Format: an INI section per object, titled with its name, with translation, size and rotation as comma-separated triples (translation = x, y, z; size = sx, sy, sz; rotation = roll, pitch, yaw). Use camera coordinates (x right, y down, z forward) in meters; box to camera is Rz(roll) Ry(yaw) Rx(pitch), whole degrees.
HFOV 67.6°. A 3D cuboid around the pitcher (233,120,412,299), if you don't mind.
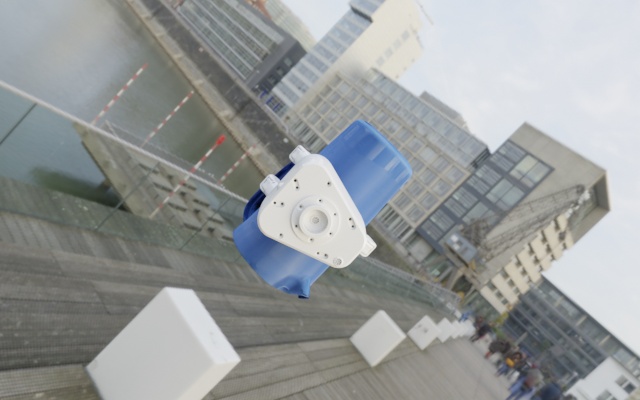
[pitcher]
translation = 0.000, 0.002, 0.665
size = 0.149, 0.243, 0.145
rotation = 44, 6, -5
